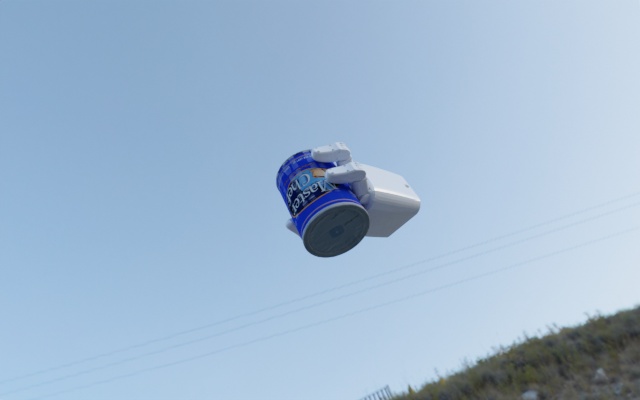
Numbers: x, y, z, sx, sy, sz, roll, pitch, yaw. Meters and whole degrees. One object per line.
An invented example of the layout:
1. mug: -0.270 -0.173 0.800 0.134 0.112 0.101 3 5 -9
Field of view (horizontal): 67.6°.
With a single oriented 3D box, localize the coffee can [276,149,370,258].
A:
1. coffee can: 0.000 0.003 0.730 0.103 0.103 0.140 0 39 -26
